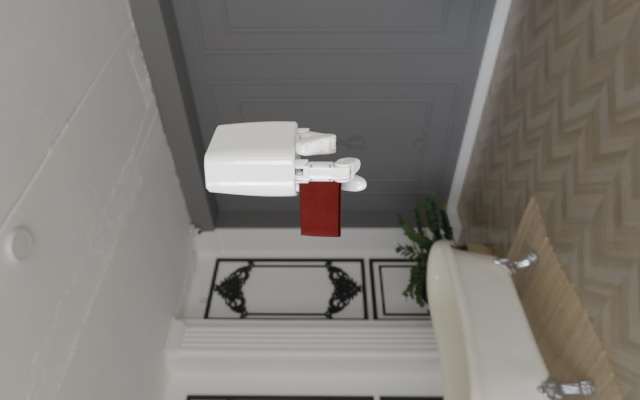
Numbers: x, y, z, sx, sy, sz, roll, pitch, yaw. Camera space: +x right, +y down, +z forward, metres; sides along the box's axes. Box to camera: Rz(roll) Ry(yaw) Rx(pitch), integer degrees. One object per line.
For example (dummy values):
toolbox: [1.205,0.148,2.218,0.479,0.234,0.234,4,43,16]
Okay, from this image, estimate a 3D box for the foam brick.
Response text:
foam brick: [0.000,0.002,0.614,0.051,0.078,0.053,0,17,0]
